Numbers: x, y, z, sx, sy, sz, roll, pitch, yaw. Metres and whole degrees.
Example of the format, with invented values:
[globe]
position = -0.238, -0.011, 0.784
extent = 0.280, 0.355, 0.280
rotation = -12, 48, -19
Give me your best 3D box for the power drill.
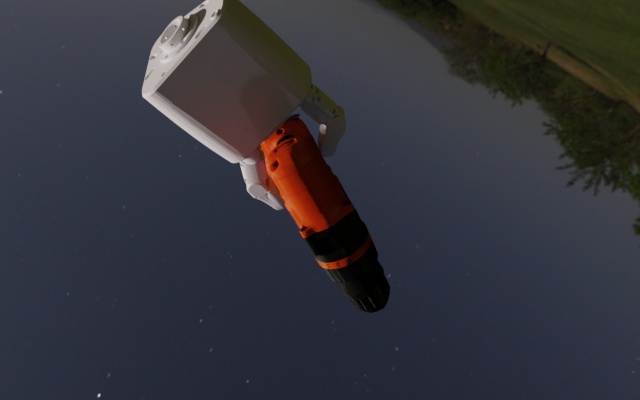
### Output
[power drill]
position = 0.000, 0.001, 0.473
extent = 0.057, 0.184, 0.187
rotation = -28, 26, -1
